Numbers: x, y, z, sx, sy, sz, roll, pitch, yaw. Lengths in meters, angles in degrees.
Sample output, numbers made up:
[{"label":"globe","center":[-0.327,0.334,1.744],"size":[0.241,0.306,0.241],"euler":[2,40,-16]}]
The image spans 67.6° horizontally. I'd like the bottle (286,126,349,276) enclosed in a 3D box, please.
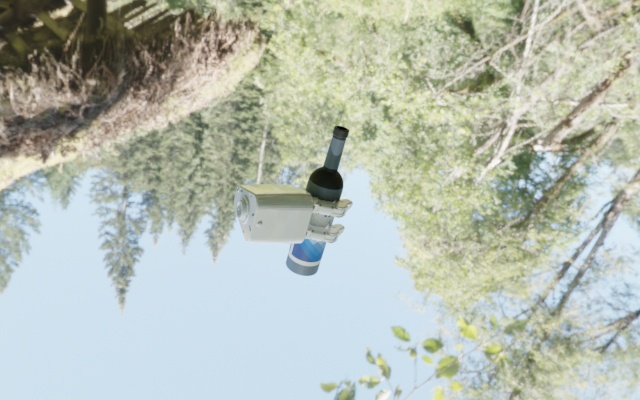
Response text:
[{"label":"bottle","center":[0.000,0.003,0.892],"size":[0.069,0.296,0.069],"euler":[13,25,-6]}]
